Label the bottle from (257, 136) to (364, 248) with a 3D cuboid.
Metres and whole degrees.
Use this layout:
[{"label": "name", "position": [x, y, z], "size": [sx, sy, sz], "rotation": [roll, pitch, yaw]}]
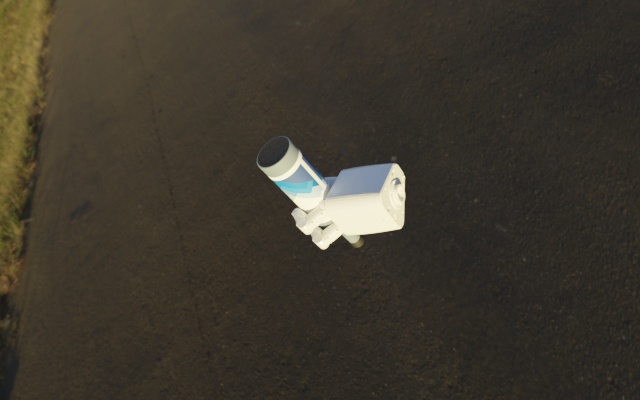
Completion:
[{"label": "bottle", "position": [0.000, 0.003, 0.859], "size": [0.069, 0.069, 0.296], "rotation": [0, -33, 38]}]
